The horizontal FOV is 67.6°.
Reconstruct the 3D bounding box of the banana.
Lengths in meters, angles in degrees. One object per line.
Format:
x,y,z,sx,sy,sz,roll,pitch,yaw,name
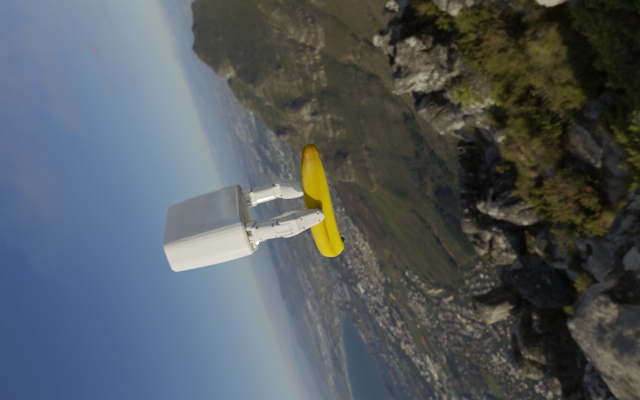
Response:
0.002,0.017,0.659,0.037,0.198,0.069,-11,42,6,banana
